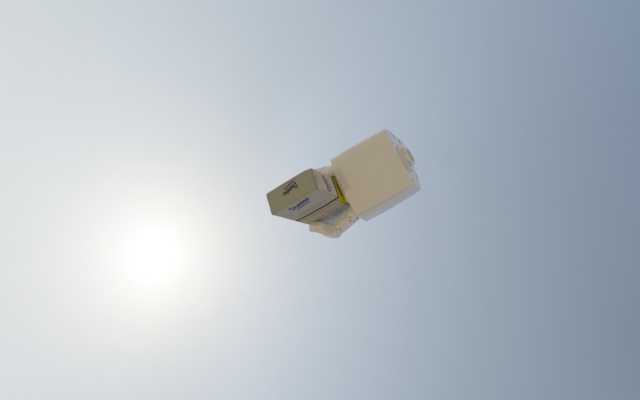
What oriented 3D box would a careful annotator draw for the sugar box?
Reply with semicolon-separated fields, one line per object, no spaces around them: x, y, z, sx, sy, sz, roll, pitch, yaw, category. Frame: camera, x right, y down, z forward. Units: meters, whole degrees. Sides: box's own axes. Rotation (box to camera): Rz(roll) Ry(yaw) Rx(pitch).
0.000;0.002;0.797;0.093;0.048;0.176;-29;-27;23;sugar box
